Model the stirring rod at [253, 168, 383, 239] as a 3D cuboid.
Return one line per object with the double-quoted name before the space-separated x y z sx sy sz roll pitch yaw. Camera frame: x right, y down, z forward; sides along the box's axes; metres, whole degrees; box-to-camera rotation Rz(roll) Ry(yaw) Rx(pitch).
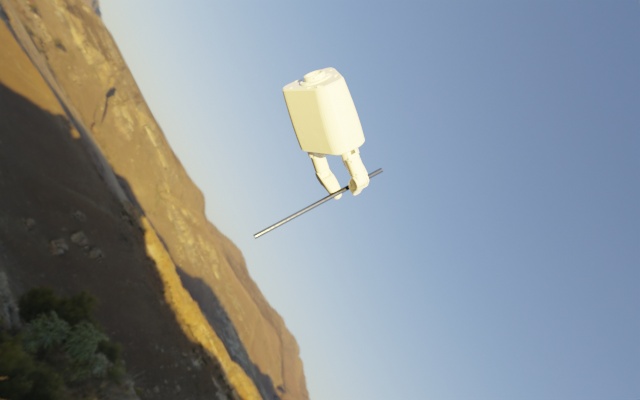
"stirring rod" 0.000 0.003 0.772 0.239 0.011 0.011 -28 8 -15
